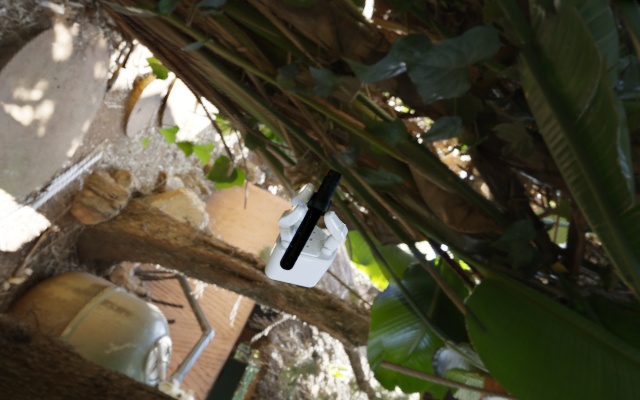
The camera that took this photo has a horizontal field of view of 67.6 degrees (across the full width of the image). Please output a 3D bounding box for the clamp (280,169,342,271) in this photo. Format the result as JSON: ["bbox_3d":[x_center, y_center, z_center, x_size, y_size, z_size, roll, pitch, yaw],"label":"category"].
[{"bbox_3d":[0.001,0.003,0.809,0.036,0.209,0.165,29,-44,-2],"label":"clamp"}]
